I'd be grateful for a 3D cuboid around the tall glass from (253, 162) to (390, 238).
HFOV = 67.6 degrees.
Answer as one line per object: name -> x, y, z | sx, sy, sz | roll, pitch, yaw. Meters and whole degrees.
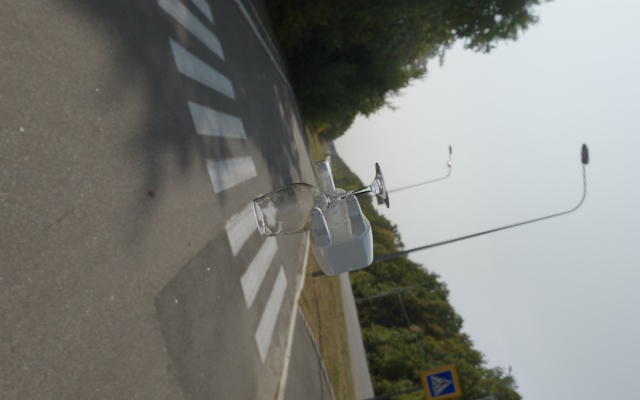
tall glass -> 0.001, 0.002, 0.740 | 0.201, 0.079, 0.079 | -15, 0, 1
